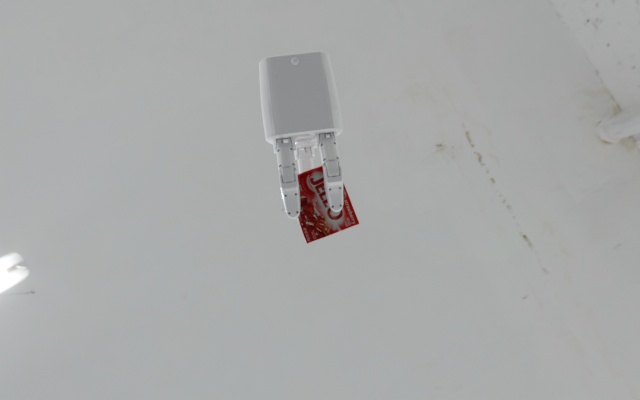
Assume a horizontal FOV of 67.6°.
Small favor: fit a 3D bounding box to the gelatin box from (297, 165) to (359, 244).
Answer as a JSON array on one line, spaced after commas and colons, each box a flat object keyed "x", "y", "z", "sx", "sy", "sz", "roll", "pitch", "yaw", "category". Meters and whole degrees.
[{"x": 0.000, "y": 0.002, "z": 0.621, "sx": 0.073, "sy": 0.089, "sz": 0.030, "roll": -21, "pitch": 1, "yaw": -5, "category": "gelatin box"}]
